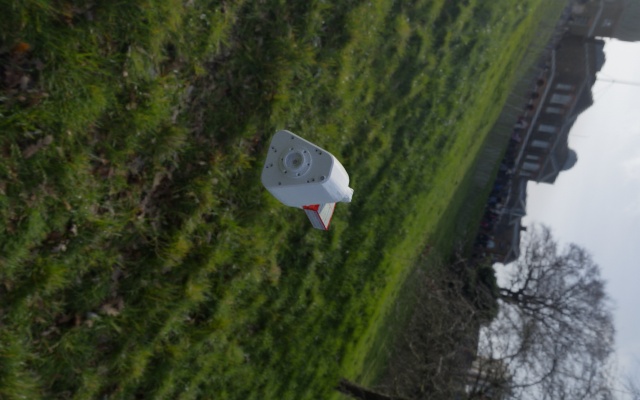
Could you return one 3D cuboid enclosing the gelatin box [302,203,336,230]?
[{"bbox_3d":[0.001,0.003,0.868,0.030,0.073,0.089,10,-24,19],"label":"gelatin box"}]
